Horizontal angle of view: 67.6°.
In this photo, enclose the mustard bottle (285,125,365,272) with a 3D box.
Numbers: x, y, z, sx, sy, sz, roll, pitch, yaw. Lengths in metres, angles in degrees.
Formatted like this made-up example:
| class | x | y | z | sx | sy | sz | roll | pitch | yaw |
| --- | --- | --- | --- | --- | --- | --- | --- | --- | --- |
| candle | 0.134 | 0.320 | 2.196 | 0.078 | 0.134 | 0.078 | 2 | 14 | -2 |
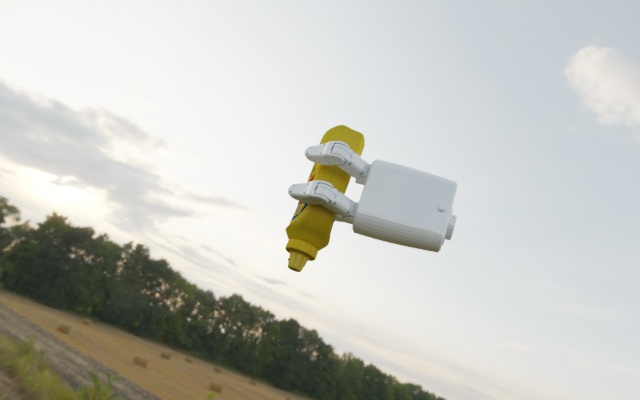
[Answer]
| class | x | y | z | sx | sy | sz | roll | pitch | yaw |
| --- | --- | --- | --- | --- | --- | --- | --- | --- | --- |
| mustard bottle | 0.000 | 0.002 | 0.619 | 0.058 | 0.191 | 0.096 | 24 | -21 | -9 |
